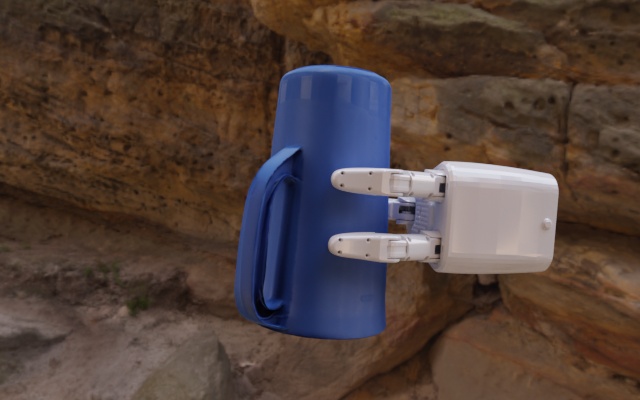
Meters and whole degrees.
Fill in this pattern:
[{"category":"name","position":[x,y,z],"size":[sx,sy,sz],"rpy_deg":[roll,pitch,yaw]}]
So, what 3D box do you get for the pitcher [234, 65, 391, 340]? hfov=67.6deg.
[{"category":"pitcher","position":[0.000,0.002,0.455],"size":[0.145,0.243,0.149],"rpy_deg":[4,1,-7]}]
